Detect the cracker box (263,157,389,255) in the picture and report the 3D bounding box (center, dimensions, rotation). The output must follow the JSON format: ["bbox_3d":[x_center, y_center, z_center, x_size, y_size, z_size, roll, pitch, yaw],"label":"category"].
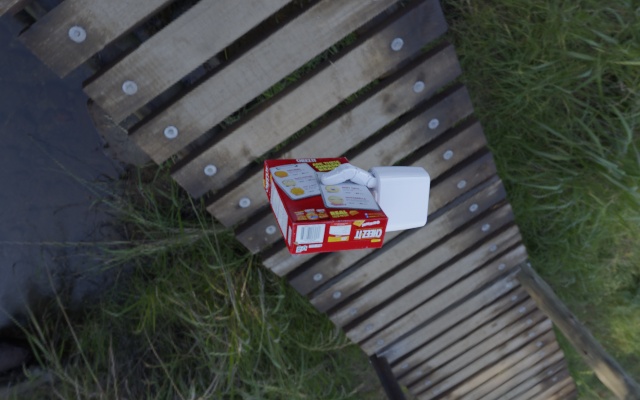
[{"bbox_3d":[0.000,0.003,0.844,0.164,0.072,0.213,-3,33,-19],"label":"cracker box"}]
